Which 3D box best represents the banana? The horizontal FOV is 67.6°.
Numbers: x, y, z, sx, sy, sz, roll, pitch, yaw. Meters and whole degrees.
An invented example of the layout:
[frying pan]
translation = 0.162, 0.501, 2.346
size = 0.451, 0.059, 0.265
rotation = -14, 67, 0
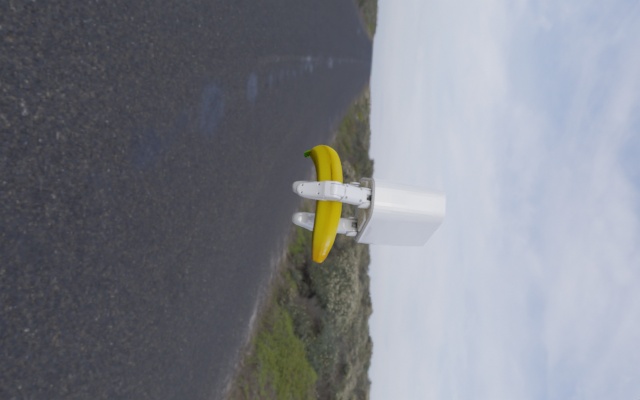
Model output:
[banana]
translation = 0.007, -0.011, 0.675
size = 0.037, 0.197, 0.070
rotation = 11, -38, -19
